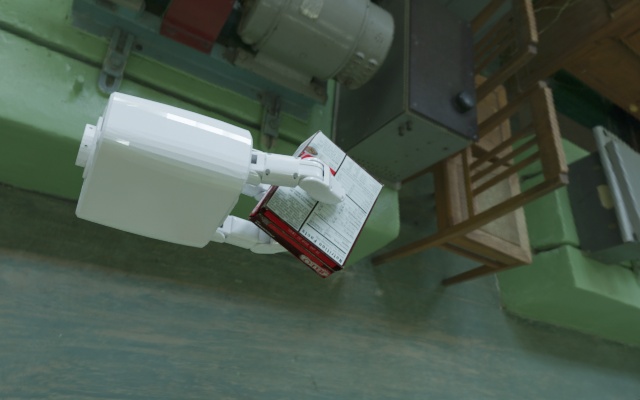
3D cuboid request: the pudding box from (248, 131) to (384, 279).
[{"bbox_3d":[0.000,0.001,0.445,0.090,0.113,0.039,40,-37,-11],"label":"pudding box"}]
